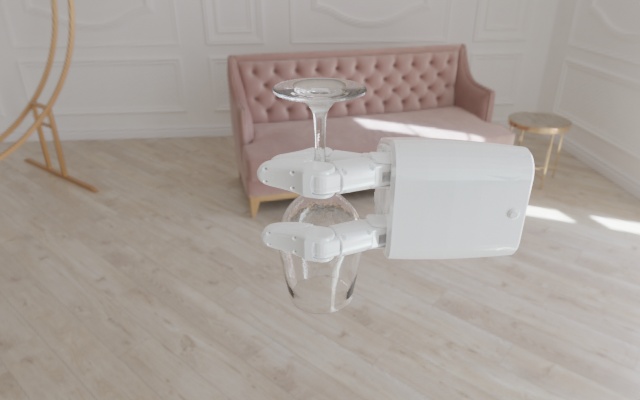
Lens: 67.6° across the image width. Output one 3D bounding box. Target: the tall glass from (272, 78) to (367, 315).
[{"bbox_3d":[0.000,0.001,0.417,0.079,0.201,0.079,0,26,0],"label":"tall glass"}]
